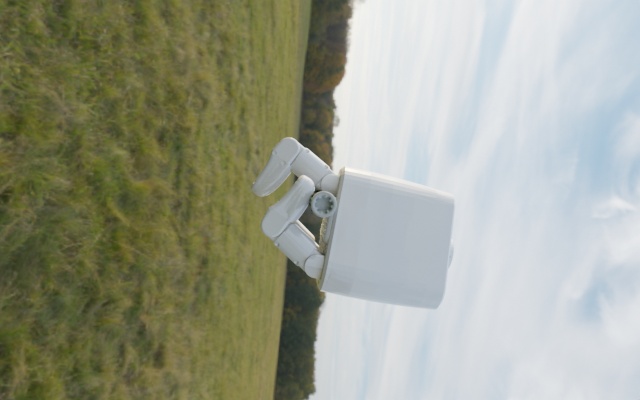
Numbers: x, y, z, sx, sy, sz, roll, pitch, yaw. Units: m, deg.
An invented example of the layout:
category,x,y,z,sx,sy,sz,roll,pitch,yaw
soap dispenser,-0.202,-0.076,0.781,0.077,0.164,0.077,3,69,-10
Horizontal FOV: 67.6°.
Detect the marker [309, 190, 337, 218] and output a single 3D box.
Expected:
category,x,y,z,sx,sy,sz,roll,pitch,yaw
marker,0.000,0.001,0.401,0.020,0.020,0.121,0,1,-2
